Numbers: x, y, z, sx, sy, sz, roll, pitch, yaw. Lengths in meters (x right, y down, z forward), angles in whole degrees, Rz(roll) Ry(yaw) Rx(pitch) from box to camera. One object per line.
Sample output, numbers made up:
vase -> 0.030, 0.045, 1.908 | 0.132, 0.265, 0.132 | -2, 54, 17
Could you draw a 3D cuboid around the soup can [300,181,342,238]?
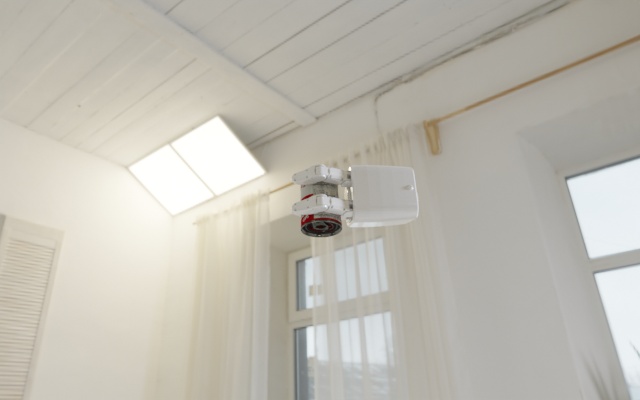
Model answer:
soup can -> 0.000, 0.002, 0.802 | 0.068, 0.102, 0.068 | -2, -26, -1
